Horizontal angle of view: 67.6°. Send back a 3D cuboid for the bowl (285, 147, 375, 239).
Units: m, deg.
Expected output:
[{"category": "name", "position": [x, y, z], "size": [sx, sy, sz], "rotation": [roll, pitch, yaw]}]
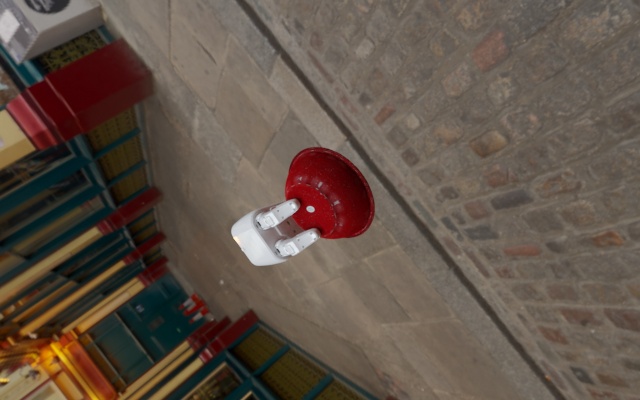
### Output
[{"category": "bowl", "position": [0.000, 0.002, 0.728], "size": [0.162, 0.162, 0.055], "rotation": [0, 29, 40]}]
